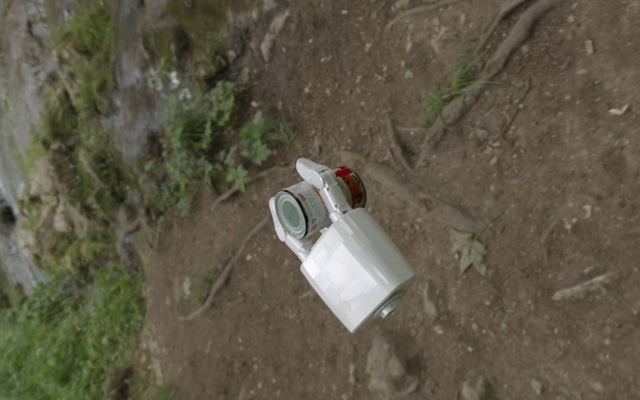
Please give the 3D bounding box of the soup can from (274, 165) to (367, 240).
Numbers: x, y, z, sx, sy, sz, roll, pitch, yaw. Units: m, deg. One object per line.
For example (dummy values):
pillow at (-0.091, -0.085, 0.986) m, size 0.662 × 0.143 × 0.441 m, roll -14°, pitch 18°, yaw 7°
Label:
soup can at (0.000, 0.002, 0.619) m, size 0.102 × 0.068 × 0.068 m, roll -24°, pitch 14°, yaw -33°
